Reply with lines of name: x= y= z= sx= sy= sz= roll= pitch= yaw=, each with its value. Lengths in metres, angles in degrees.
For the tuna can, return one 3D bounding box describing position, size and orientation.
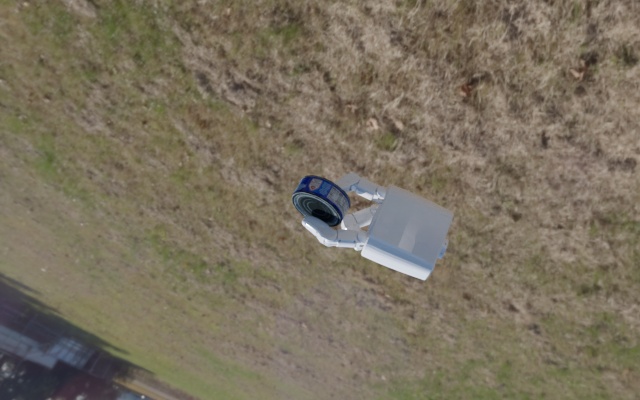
tuna can: x=0.000 y=0.003 z=0.720 sx=0.086 sy=0.033 sz=0.086 roll=23 pitch=-28 yaw=13
